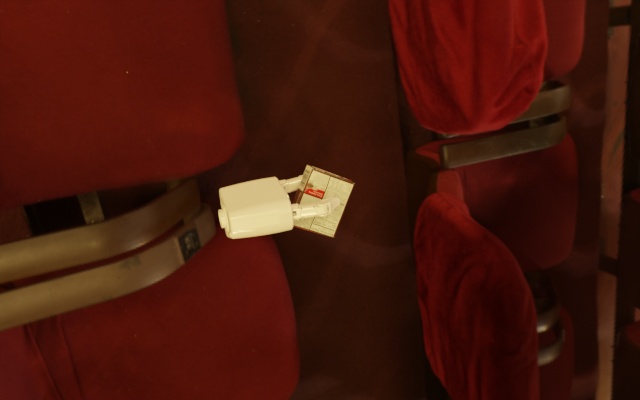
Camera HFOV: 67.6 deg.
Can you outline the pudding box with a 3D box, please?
[{"bbox_3d":[0.000,0.003,0.873,0.090,0.113,0.039,19,8,-22],"label":"pudding box"}]
